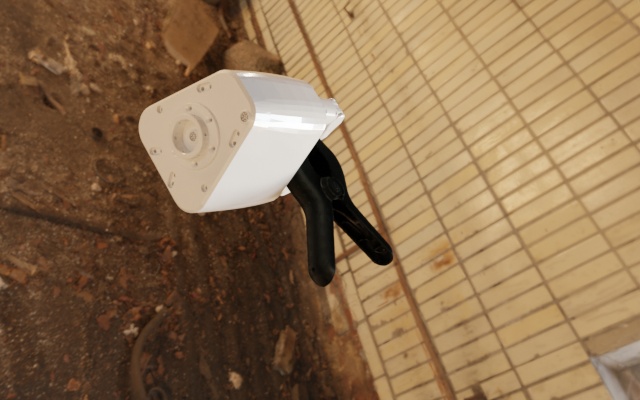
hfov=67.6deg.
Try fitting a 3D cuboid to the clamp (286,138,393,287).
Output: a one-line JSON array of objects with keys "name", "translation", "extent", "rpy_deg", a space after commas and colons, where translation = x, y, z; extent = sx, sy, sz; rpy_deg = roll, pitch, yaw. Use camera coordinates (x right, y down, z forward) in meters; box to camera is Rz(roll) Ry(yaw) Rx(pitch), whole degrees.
[{"name": "clamp", "translation": [0.000, 0.001, 0.456], "extent": [0.039, 0.171, 0.120], "rpy_deg": [-36, -9, 28]}]
